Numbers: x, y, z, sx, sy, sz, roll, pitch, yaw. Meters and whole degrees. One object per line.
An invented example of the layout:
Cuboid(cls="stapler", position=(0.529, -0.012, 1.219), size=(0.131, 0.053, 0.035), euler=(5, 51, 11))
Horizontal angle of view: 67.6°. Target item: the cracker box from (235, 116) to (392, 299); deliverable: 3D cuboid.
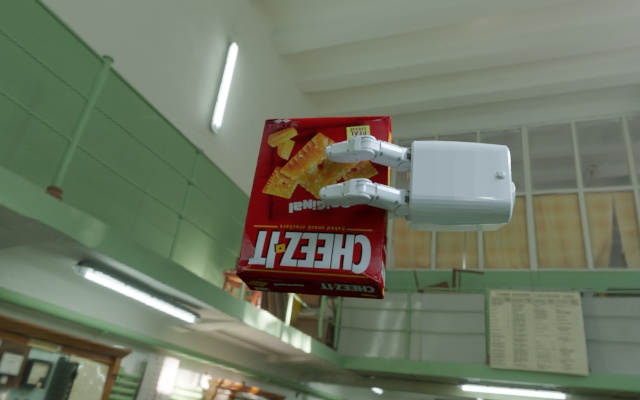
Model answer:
Cuboid(cls="cracker box", position=(0.000, 0.002, 0.578), size=(0.164, 0.213, 0.072), euler=(1, -26, 12))
